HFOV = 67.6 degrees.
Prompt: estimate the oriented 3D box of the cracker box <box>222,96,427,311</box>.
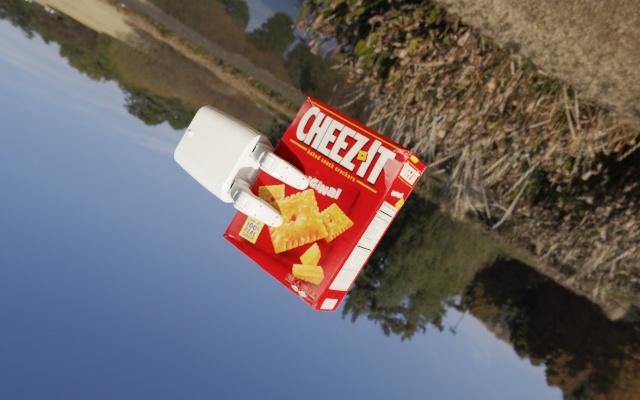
[{"bbox_3d":[0.000,0.002,0.591,0.164,0.214,0.072,34,5,28],"label":"cracker box"}]
